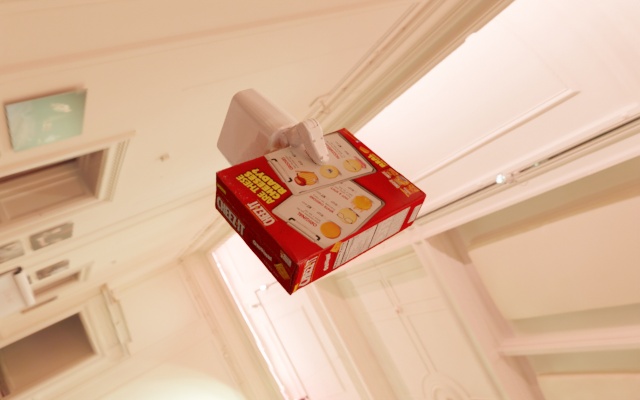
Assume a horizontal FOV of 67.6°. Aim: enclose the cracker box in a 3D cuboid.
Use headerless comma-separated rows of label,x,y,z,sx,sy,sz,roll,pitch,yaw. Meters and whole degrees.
cracker box,0.000,0.002,0.608,0.213,0.072,0.164,-25,55,-34
